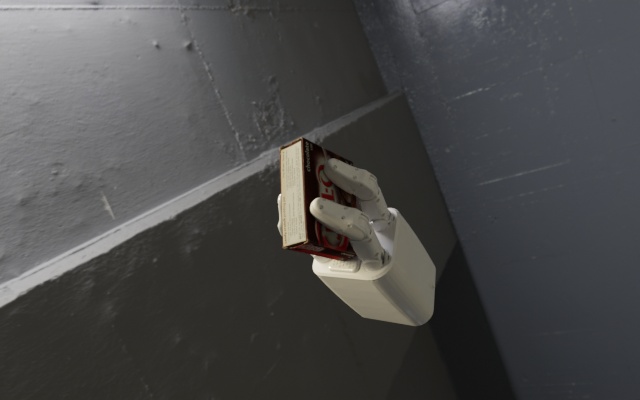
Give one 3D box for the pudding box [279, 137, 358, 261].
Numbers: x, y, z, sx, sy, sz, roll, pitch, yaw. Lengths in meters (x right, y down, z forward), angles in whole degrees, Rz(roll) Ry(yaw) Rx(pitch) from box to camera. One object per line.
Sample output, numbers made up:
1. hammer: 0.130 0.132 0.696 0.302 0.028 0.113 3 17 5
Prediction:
1. pudding box: 0.000 0.002 0.503 0.039 0.113 0.090 -20 -25 33
